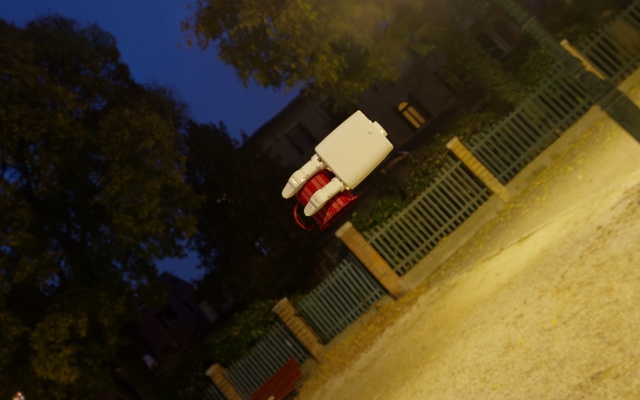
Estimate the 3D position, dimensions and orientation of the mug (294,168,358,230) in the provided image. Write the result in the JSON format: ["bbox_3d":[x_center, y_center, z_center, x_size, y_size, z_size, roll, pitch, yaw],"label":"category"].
[{"bbox_3d":[-0.001,0.004,0.891,0.117,0.081,0.093,-43,-9,8],"label":"mug"}]
